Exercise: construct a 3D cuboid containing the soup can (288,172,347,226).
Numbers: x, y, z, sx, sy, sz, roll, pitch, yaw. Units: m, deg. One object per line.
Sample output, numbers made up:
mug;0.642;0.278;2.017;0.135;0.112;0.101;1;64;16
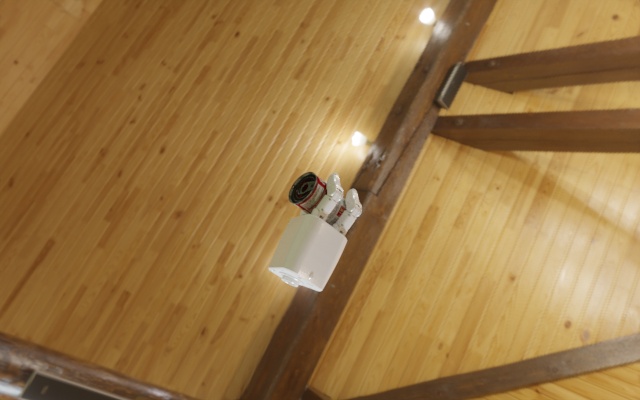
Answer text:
soup can;0.000;0.003;0.881;0.102;0.068;0.068;38;-23;-33
